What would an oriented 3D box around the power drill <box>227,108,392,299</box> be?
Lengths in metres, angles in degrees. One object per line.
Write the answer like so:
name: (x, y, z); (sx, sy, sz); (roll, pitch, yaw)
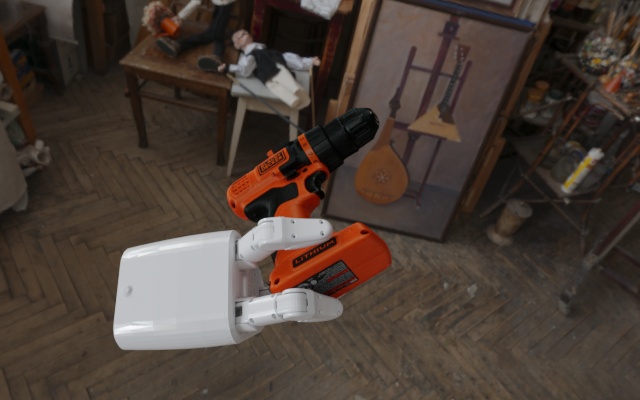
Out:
power drill: (0.000, 0.002, 0.465); (0.184, 0.187, 0.057); (-34, -50, 9)
